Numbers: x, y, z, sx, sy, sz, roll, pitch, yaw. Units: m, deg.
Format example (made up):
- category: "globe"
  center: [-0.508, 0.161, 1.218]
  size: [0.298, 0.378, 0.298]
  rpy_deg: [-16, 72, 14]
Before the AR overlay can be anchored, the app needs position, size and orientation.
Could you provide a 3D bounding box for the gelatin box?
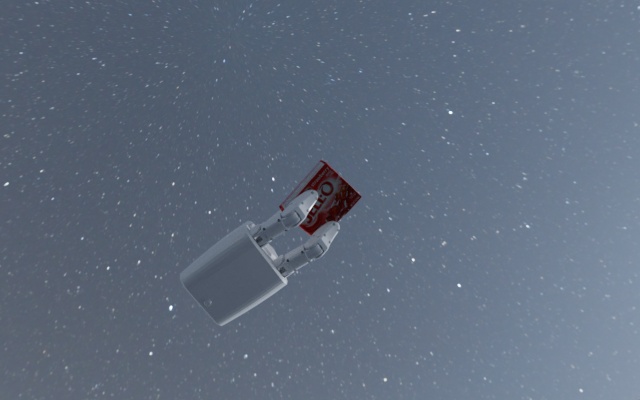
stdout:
- category: "gelatin box"
  center: [0.000, 0.002, 0.652]
  size: [0.073, 0.089, 0.030]
  rpy_deg: [42, 0, -22]
